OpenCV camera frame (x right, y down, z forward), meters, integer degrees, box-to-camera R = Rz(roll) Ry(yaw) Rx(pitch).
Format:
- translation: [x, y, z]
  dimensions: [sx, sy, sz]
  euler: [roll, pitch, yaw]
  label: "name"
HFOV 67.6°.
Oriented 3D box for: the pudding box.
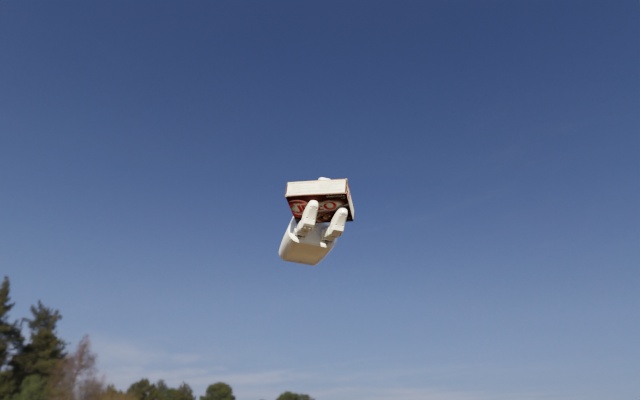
- translation: [0.000, 0.003, 0.873]
  dimensions: [0.113, 0.039, 0.090]
  euler: [-5, -36, 10]
  label: "pudding box"
